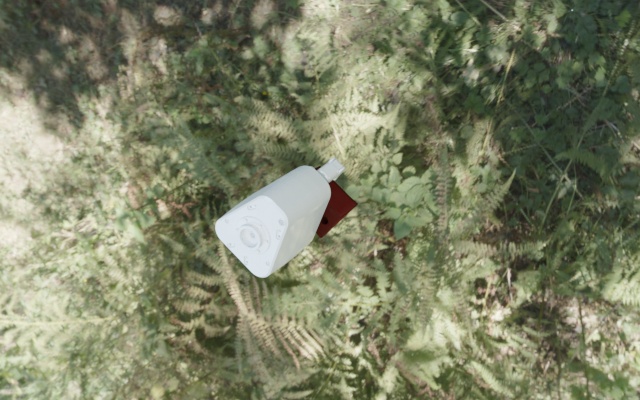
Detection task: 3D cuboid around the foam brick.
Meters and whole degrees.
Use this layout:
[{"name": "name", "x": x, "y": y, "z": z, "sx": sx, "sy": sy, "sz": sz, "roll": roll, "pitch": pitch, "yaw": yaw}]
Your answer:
[{"name": "foam brick", "x": 0.000, "y": 0.002, "z": 0.663, "sx": 0.053, "sy": 0.078, "sz": 0.051, "roll": -48, "pitch": -5, "yaw": 37}]
